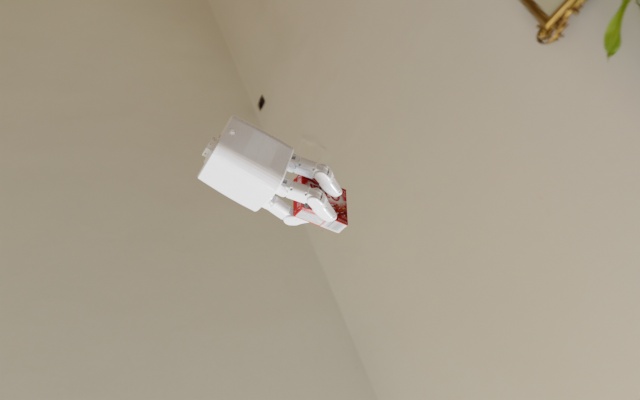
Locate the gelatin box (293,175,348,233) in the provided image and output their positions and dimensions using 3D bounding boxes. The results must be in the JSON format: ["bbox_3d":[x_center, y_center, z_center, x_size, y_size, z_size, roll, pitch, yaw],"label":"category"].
[{"bbox_3d":[0.000,0.003,0.752,0.089,0.073,0.030,23,-44,-27],"label":"gelatin box"}]
